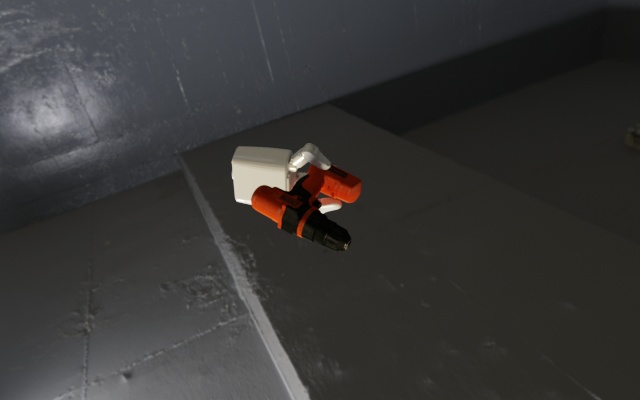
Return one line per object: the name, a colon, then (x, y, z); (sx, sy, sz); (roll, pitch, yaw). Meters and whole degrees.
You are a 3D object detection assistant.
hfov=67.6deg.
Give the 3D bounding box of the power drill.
power drill: (0.000, 0.002, 0.831); (0.184, 0.057, 0.187); (29, 34, 16)
